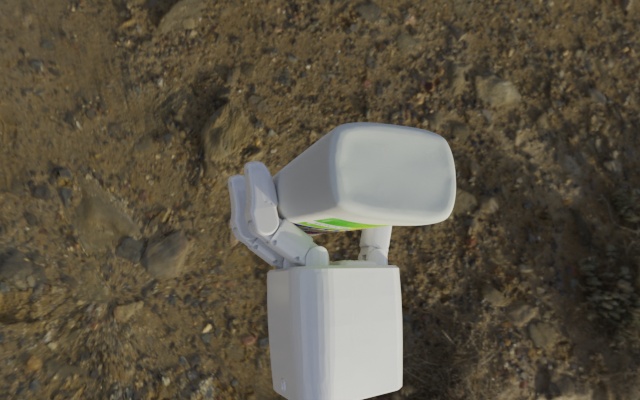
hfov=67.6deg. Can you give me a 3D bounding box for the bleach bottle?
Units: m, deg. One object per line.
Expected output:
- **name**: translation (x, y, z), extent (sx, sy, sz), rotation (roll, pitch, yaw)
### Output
- **bleach bottle**: translation (0.000, 0.001, 0.425), extent (0.102, 0.068, 0.251), rotation (4, -11, -23)
